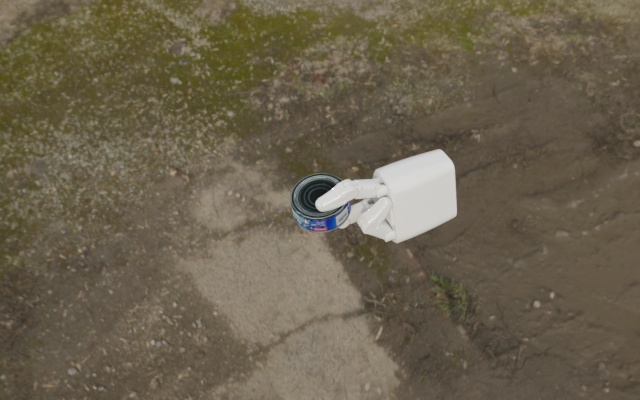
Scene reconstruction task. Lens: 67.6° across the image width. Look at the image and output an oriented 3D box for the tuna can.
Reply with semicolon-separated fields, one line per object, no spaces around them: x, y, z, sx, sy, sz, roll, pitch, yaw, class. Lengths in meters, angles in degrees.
0.000;0.002;0.686;0.086;0.086;0.034;0;-37;8;tuna can
